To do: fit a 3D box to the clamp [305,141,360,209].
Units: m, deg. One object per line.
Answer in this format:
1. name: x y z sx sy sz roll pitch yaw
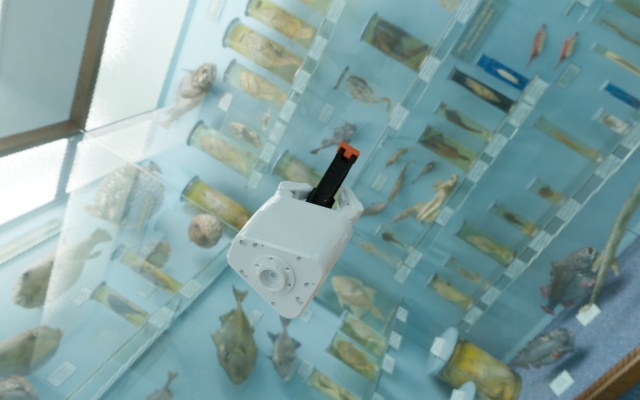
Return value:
1. clamp: 0.000 0.001 0.677 0.036 0.210 0.164 31 30 2
